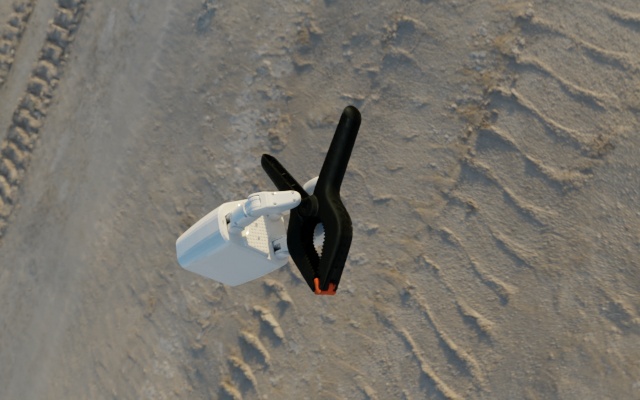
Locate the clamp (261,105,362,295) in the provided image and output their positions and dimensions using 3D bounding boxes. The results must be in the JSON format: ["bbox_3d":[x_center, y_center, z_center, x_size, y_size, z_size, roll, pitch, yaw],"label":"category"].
[{"bbox_3d":[-0.001,0.002,0.556,0.036,0.210,0.164,12,-33,-44],"label":"clamp"}]
